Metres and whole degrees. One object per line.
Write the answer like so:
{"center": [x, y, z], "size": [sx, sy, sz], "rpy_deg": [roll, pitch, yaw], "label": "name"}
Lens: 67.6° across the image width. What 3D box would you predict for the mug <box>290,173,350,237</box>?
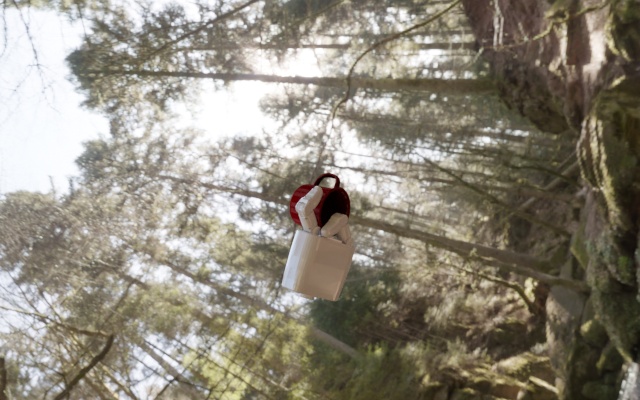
{"center": [0.000, 0.002, 0.898], "size": [0.081, 0.117, 0.093], "rpy_deg": [13, -7, 39], "label": "mug"}
